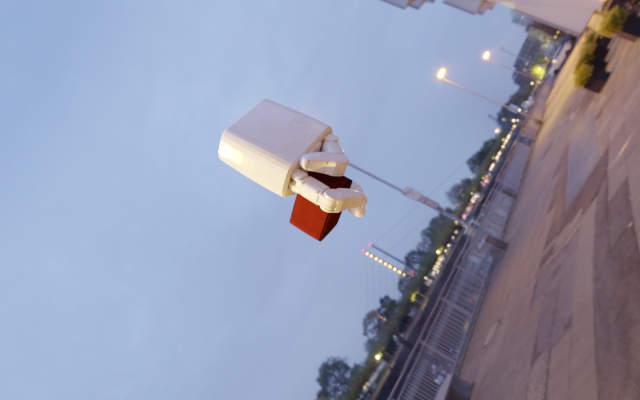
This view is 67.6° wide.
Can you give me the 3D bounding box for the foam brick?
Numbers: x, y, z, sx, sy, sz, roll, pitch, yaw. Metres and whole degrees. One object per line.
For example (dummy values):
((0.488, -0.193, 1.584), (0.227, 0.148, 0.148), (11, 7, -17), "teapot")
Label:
((0.000, 0.002, 0.627), (0.051, 0.078, 0.053), (28, 34, 15), "foam brick")
